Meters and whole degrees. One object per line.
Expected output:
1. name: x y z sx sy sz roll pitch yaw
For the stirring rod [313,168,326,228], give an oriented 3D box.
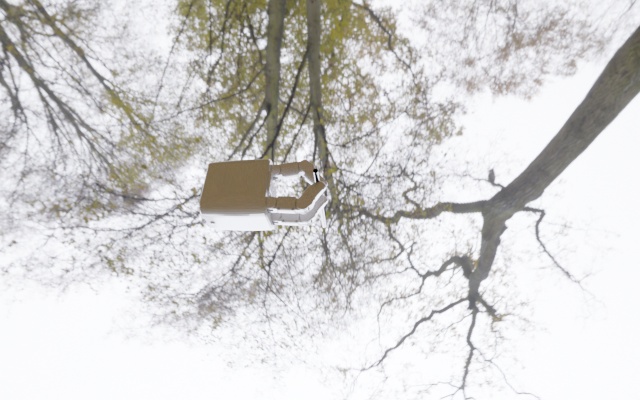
1. stirring rod: 0.000 0.003 0.833 0.011 0.011 0.240 0 -23 4
